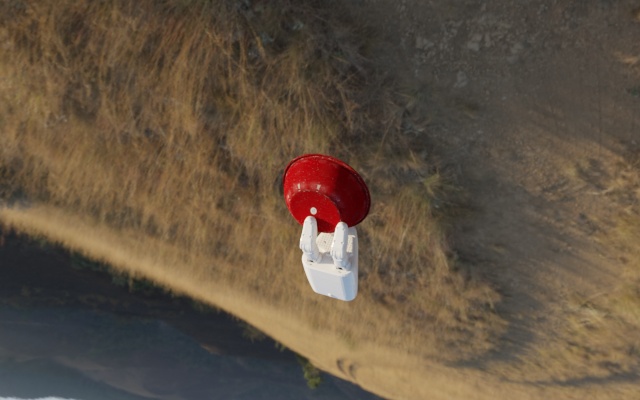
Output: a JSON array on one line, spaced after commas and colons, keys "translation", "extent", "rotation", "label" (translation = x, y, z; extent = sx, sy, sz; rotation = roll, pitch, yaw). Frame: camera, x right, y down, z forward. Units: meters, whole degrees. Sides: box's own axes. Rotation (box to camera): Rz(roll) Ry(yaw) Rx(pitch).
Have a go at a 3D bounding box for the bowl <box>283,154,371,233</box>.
[{"translation": [0.000, 0.002, 0.801], "extent": [0.162, 0.162, 0.055], "rotation": [0, 38, 28], "label": "bowl"}]
